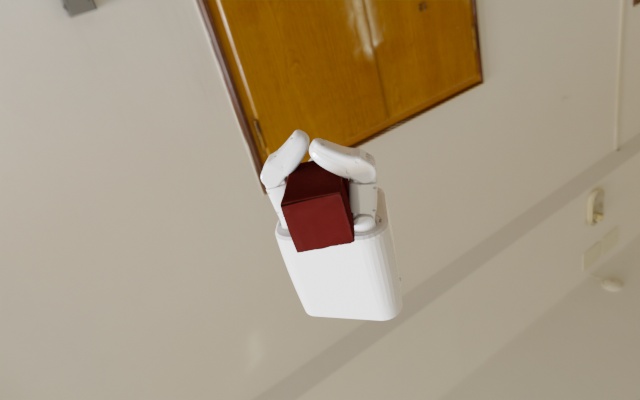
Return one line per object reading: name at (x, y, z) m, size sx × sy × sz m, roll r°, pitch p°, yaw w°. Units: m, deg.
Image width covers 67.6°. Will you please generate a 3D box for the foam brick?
foam brick at (0.000, 0.001, 0.424) m, size 0.053 × 0.051 × 0.078 m, roll -11°, pitch 28°, yaw 10°
